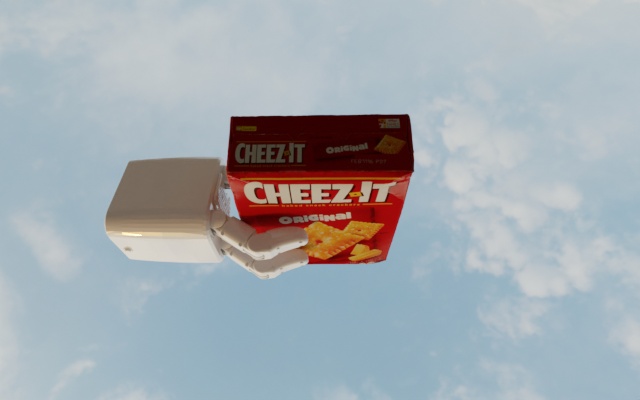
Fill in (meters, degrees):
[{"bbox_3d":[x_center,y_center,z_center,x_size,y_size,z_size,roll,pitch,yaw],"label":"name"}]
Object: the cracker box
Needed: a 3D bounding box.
[{"bbox_3d":[0.000,0.002,0.507,0.164,0.072,0.214,-1,-28,0],"label":"cracker box"}]
